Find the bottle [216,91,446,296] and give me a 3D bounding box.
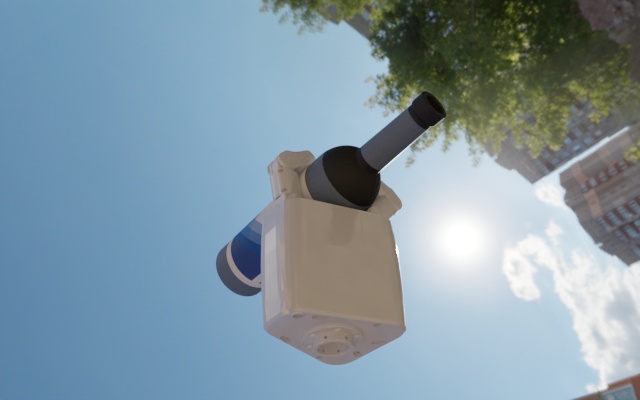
[{"bbox_3d":[0.000,0.002,0.466,0.069,0.069,0.296,0,-32,-47],"label":"bottle"}]
